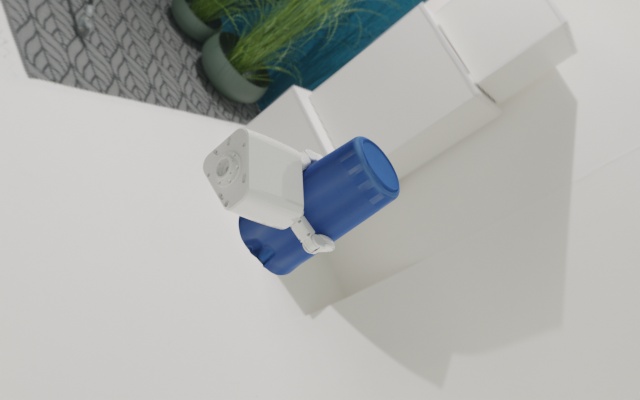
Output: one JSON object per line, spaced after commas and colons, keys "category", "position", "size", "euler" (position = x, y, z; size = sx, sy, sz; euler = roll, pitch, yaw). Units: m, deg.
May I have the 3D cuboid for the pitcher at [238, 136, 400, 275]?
{"category": "pitcher", "position": [0.000, 0.002, 0.754], "size": [0.243, 0.149, 0.145], "euler": [-34, -32, 27]}
